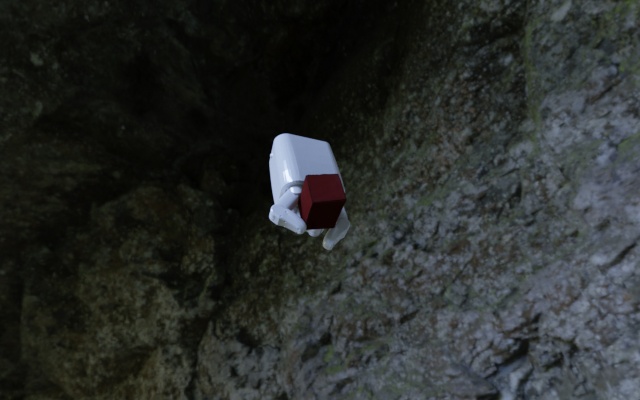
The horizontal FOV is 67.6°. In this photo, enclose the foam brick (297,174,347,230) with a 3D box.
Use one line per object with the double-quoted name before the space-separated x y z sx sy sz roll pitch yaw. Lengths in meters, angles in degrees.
"foam brick" 0.000 0.002 0.717 0.053 0.051 0.078 -3 -34 -17
